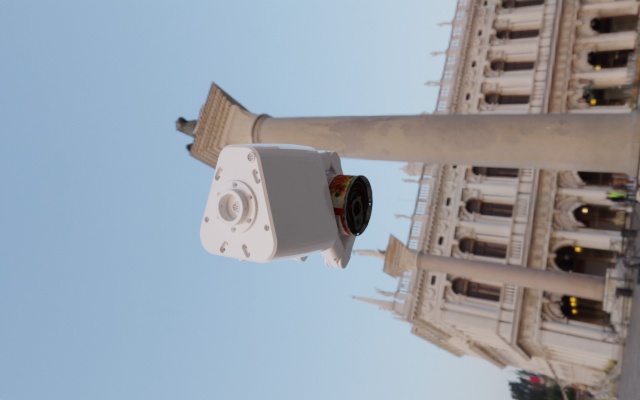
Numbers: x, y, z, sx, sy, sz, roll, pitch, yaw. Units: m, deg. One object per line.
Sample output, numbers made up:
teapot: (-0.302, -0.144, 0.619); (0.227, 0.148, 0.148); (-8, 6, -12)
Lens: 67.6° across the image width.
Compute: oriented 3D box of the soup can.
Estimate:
soup can: (0.000, 0.002, 0.550); (0.102, 0.068, 0.068); (5, 3, 30)
